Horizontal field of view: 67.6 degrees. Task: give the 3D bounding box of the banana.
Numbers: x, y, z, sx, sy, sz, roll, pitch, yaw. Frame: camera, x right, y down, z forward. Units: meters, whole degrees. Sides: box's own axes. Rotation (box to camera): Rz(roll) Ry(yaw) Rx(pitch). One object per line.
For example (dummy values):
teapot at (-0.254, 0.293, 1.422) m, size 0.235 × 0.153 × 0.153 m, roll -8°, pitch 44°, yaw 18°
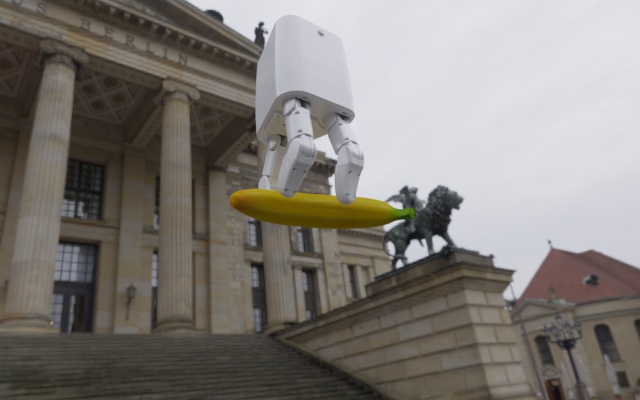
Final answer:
banana at (-0.001, 0.008, 0.522) m, size 0.198 × 0.037 × 0.070 m, roll 3°, pitch -19°, yaw -14°
